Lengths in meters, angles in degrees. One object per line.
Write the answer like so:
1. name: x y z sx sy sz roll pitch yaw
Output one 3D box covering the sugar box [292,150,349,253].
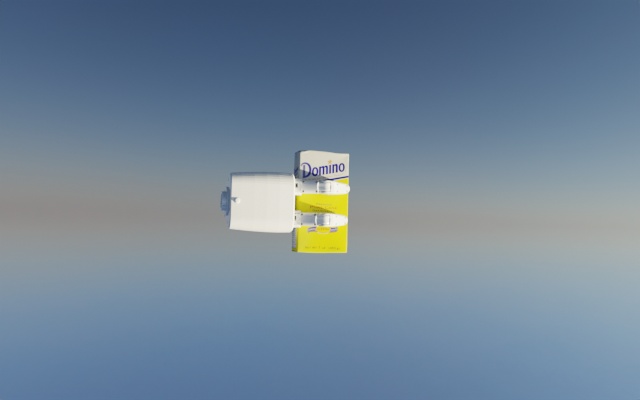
1. sugar box: 0.000 0.003 0.839 0.093 0.176 0.048 2 -2 -17
